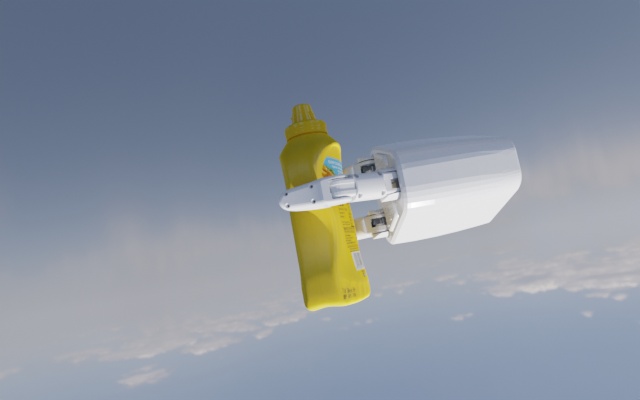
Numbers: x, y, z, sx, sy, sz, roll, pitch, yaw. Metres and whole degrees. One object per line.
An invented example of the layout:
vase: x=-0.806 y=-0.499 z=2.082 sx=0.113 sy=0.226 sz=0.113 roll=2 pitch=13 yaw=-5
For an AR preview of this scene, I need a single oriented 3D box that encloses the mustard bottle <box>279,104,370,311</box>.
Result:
mustard bottle: x=0.000 y=0.002 z=0.451 sx=0.058 sy=0.191 sz=0.096 roll=-13 pitch=-8 yaw=18
